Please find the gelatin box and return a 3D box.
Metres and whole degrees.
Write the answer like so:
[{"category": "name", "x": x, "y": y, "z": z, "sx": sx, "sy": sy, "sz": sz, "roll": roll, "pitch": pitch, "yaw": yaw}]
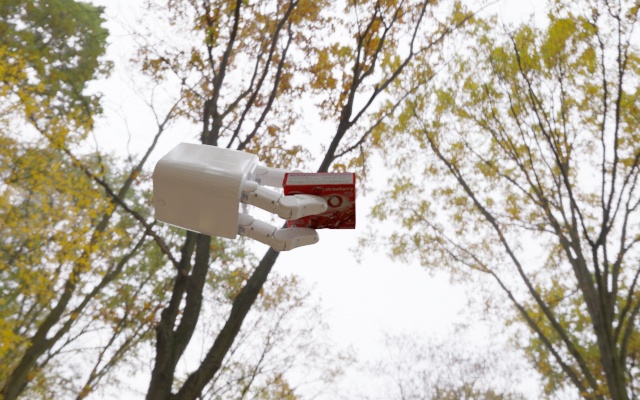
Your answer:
[{"category": "gelatin box", "x": 0.000, "y": 0.002, "z": 0.596, "sx": 0.089, "sy": 0.073, "sz": 0.030, "roll": -1, "pitch": 39, "yaw": 4}]
